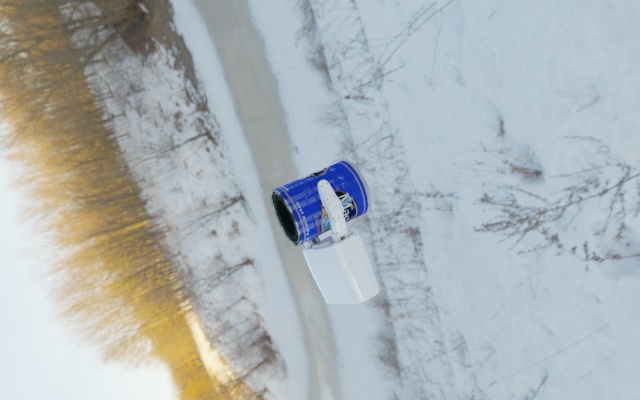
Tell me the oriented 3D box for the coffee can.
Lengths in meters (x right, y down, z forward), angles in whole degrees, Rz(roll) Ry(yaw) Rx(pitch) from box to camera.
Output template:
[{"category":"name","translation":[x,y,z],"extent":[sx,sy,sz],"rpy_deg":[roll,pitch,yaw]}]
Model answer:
[{"category":"coffee can","translation":[0.000,0.002,0.810],"extent":[0.140,0.103,0.103],"rpy_deg":[-24,8,-19]}]
